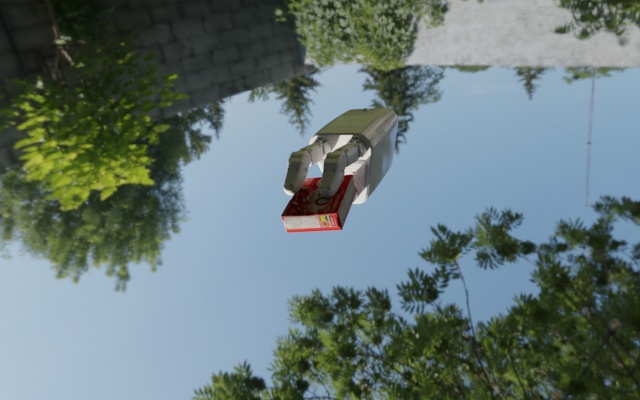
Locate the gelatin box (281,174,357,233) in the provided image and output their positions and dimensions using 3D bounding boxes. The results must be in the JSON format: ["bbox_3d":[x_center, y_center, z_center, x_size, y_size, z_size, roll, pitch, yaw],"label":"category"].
[{"bbox_3d":[0.000,0.003,0.601,0.073,0.030,0.089,-4,33,21],"label":"gelatin box"}]
